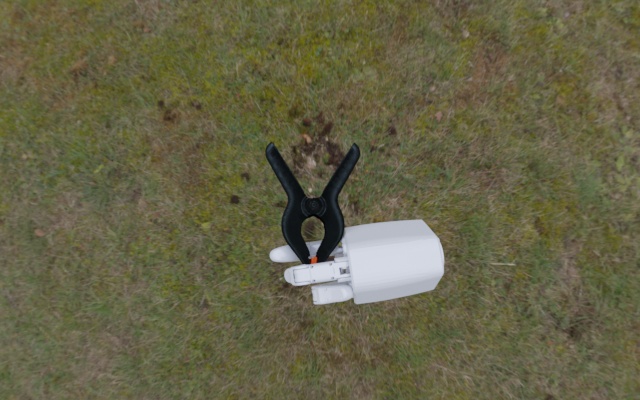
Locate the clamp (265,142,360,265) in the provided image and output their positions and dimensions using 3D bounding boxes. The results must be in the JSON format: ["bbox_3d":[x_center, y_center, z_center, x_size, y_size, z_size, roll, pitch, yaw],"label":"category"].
[{"bbox_3d":[0.000,0.002,0.602,0.120,0.171,0.039,-9,-6,2],"label":"clamp"}]
